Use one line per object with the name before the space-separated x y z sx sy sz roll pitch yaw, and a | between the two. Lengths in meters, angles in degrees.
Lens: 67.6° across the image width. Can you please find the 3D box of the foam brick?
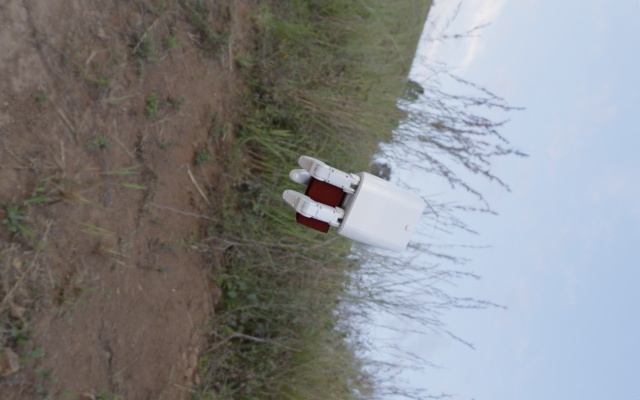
foam brick | 0.000 0.003 0.733 0.051 0.078 0.053 22 12 -8
